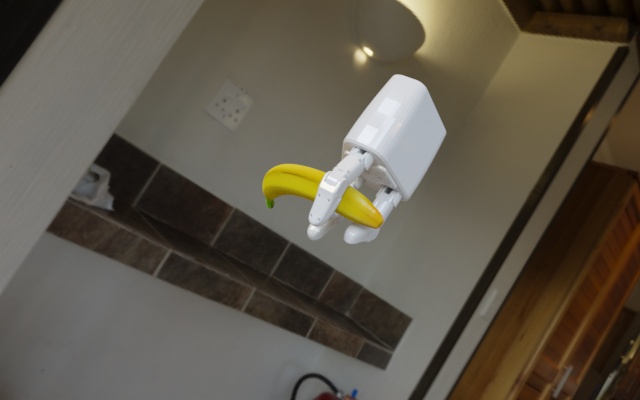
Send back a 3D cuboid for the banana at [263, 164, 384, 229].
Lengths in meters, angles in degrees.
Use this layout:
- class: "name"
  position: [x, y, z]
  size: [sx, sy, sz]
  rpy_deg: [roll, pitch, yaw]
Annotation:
- class: "banana"
  position: [-0.011, -0.011, 0.567]
  size: [0.198, 0.037, 0.070]
  rpy_deg: [11, -33, 46]
